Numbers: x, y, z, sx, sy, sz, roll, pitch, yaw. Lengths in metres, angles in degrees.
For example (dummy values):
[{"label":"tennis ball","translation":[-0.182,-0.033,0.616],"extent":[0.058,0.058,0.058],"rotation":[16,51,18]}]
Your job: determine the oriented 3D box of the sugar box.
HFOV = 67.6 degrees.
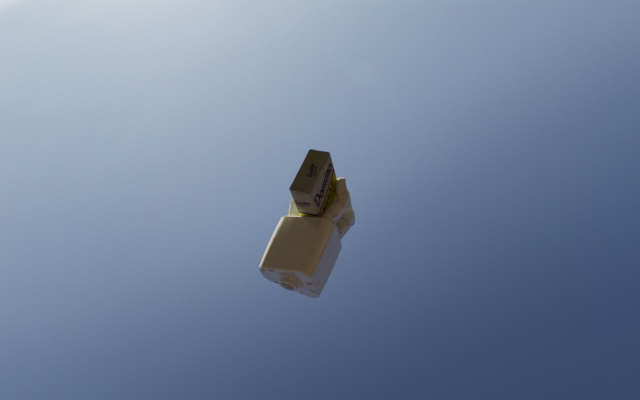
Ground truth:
[{"label":"sugar box","translation":[0.001,0.003,0.849],"extent":[0.048,0.093,0.176],"rotation":[12,-33,20]}]
